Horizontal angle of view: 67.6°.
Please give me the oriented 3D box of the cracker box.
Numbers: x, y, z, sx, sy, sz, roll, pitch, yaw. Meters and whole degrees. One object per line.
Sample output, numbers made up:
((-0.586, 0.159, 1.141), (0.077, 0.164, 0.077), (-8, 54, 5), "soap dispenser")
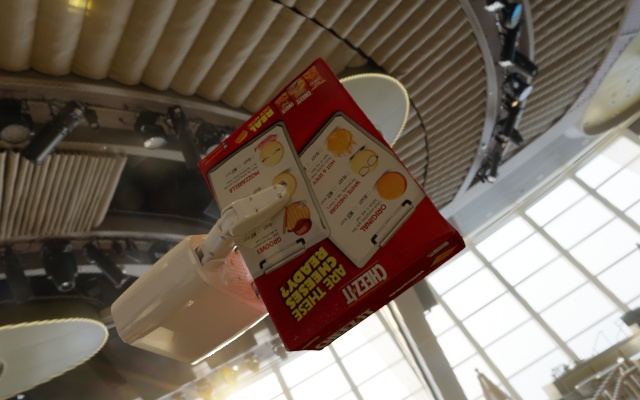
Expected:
((0.000, 0.001, 0.438), (0.164, 0.213, 0.072), (-38, -28, 12), "cracker box")
